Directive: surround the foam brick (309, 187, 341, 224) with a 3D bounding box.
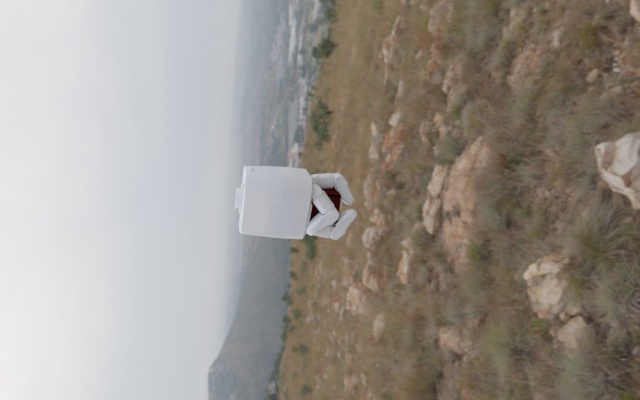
[{"bbox_3d":[0.000,0.003,0.820,0.051,0.053,0.078,4,15,-11],"label":"foam brick"}]
